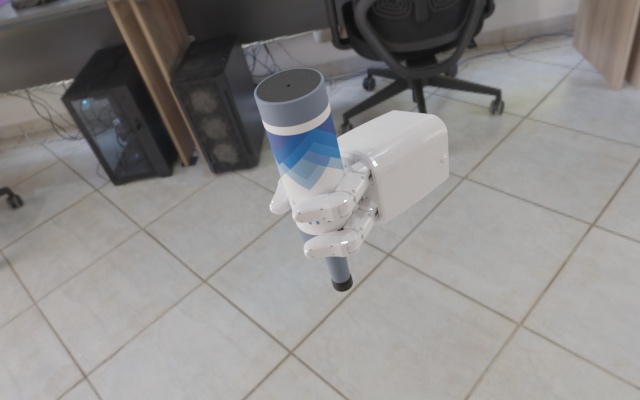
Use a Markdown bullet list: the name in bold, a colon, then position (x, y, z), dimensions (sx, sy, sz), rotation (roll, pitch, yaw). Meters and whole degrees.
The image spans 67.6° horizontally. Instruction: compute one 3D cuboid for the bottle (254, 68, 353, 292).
- **bottle**: position (0.000, 0.002, 0.535), dimensions (0.069, 0.296, 0.069), rotation (-9, 41, 8)
